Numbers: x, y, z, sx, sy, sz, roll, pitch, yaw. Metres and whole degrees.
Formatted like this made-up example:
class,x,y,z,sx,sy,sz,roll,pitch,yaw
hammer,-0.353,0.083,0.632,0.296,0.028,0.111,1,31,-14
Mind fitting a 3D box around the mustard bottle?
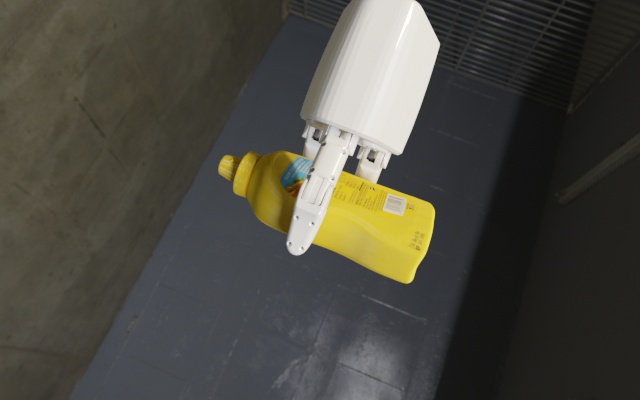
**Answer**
class,x,y,z,sx,sy,sz,roll,pitch,yaw
mustard bottle,0.000,0.002,0.419,0.191,0.058,0.096,22,31,6
